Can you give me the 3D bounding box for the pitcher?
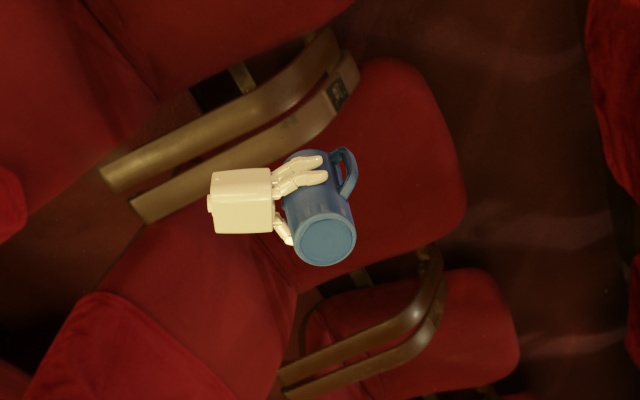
[{"bbox_3d":[0.000,0.003,0.888,0.145,0.149,0.242,-3,30,-7],"label":"pitcher"}]
